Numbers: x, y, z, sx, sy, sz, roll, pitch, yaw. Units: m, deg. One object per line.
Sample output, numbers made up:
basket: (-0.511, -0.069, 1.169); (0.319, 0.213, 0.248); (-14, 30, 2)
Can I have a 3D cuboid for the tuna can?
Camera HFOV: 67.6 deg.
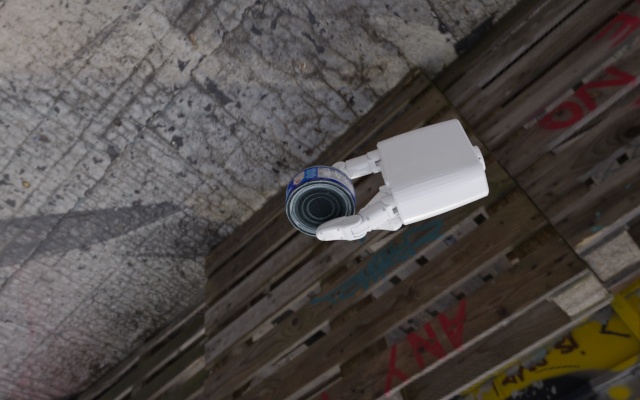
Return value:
tuna can: (0.000, 0.002, 0.581); (0.086, 0.086, 0.033); (0, 35, 0)
